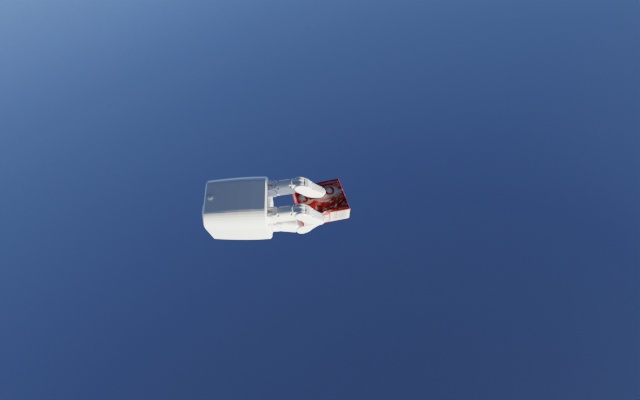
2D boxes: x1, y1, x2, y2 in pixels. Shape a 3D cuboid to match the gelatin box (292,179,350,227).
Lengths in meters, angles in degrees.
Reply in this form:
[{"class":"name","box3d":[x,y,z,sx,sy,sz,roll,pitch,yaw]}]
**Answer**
[{"class":"gelatin box","box3d":[0.000,0.003,0.853,0.089,0.073,0.030,-11,-37,-12]}]
